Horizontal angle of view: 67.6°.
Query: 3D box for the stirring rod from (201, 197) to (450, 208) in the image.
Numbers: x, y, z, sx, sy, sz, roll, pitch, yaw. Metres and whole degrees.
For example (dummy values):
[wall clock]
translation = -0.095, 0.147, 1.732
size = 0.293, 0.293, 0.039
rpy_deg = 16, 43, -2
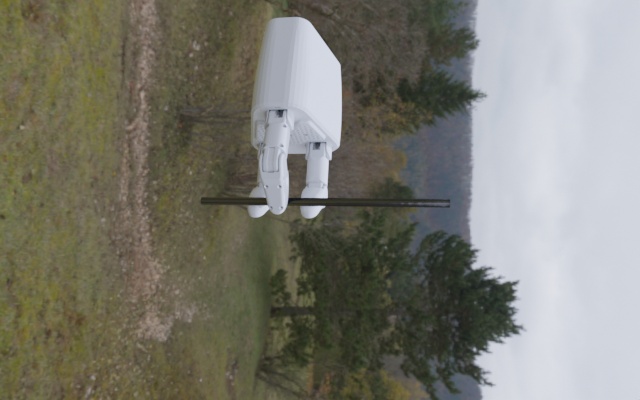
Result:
[stirring rod]
translation = 0.000, 0.001, 0.459
size = 0.239, 0.011, 0.011
rpy_deg = 1, 0, 10
